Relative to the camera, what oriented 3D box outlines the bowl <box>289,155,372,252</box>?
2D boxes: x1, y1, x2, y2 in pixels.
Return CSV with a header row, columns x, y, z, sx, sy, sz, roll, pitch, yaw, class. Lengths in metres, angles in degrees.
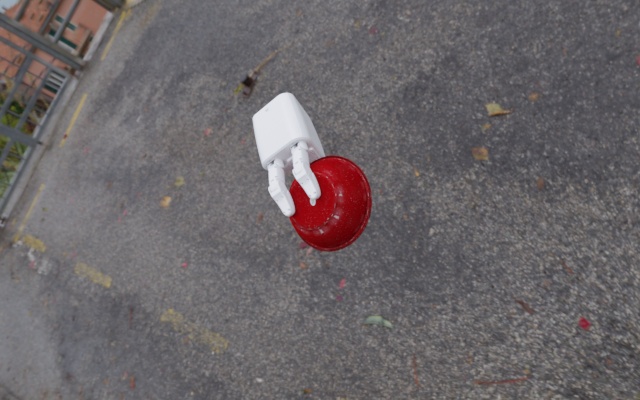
x,y,z,sx,sy,sz,roll,pitch,yaw,class
0.001,0.003,0.775,0.162,0.162,0.055,0,-5,33,bowl
